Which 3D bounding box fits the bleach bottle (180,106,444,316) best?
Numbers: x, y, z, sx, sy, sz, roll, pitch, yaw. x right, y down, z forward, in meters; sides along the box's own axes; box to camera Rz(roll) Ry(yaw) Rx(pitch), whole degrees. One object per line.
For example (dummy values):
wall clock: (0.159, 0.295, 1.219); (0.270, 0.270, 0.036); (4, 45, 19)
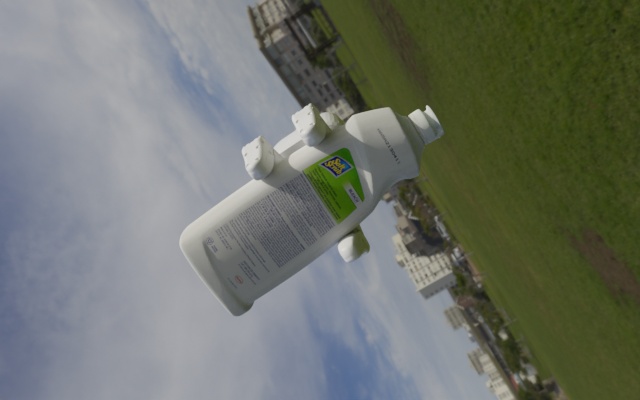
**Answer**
bleach bottle: (0.000, 0.001, 0.438); (0.251, 0.102, 0.068); (-32, 15, 10)
